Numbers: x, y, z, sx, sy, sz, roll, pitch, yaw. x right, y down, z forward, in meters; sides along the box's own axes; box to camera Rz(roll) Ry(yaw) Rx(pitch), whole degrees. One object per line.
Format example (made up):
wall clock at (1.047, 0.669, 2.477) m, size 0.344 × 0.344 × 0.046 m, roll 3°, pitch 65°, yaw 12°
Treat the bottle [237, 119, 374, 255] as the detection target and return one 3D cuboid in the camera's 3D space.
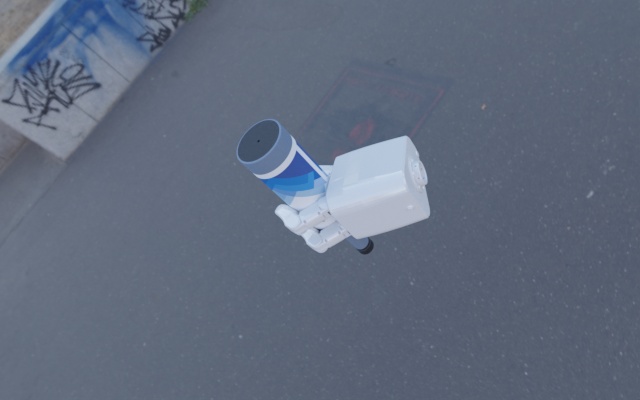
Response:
bottle at (0.000, 0.002, 0.675) m, size 0.069 × 0.069 × 0.296 m, roll 0°, pitch -30°, yaw 36°
